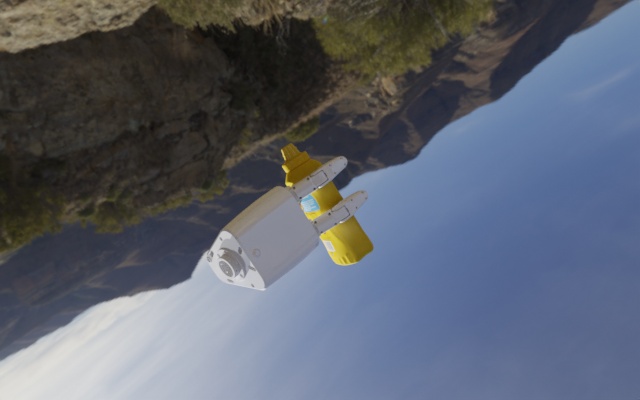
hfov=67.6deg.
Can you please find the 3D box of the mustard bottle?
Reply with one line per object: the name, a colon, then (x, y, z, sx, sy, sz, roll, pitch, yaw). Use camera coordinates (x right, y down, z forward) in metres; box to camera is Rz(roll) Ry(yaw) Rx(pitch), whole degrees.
mustard bottle: (0.000, 0.002, 0.700, 0.058, 0.191, 0.096, -35, 9, -16)
